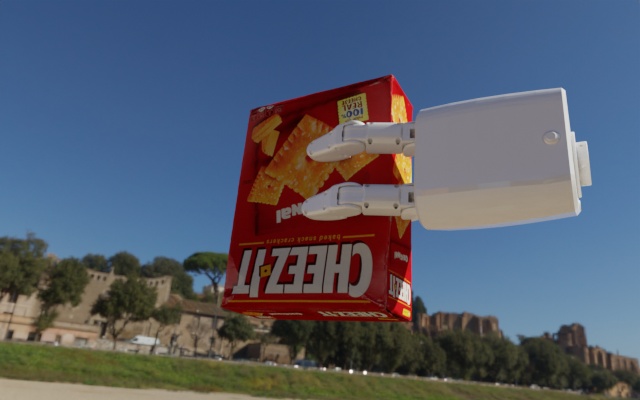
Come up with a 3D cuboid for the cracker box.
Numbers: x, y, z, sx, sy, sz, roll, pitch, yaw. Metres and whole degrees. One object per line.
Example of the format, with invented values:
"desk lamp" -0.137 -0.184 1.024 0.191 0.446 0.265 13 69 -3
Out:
"cracker box" 0.000 0.001 0.455 0.164 0.213 0.072 -6 -23 28
